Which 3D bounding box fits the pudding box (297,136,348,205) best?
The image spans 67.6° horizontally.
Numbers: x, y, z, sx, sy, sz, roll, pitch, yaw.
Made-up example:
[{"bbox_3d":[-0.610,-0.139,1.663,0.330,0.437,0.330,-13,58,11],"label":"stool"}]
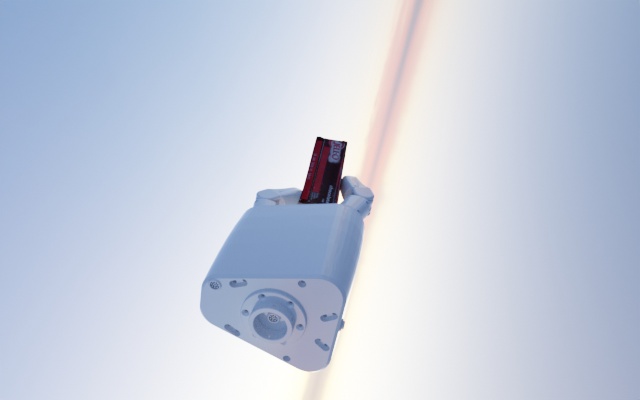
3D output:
[{"bbox_3d":[0.000,0.002,0.512,0.039,0.090,0.114,13,-35,2],"label":"pudding box"}]
